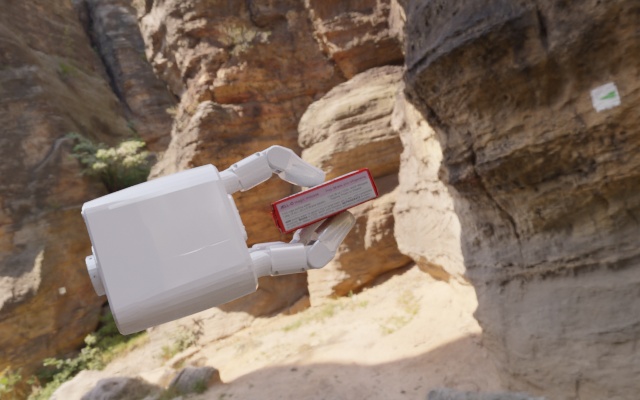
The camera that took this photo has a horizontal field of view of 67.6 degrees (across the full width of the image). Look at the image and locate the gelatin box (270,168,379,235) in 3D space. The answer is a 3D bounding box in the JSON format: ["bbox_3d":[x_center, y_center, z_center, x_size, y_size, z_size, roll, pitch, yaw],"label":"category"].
[{"bbox_3d":[0.000,0.001,0.425,0.089,0.030,0.073,-22,2,-6],"label":"gelatin box"}]
